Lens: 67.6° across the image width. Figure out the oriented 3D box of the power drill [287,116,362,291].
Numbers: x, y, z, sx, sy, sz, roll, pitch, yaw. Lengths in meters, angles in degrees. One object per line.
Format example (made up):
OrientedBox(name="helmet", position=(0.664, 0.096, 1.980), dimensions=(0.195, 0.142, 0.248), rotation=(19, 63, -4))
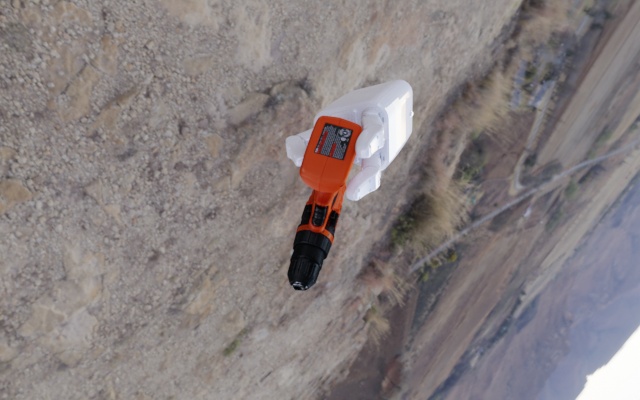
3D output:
OrientedBox(name="power drill", position=(0.000, 0.002, 0.603), dimensions=(0.057, 0.184, 0.188), rotation=(15, -34, 2))
